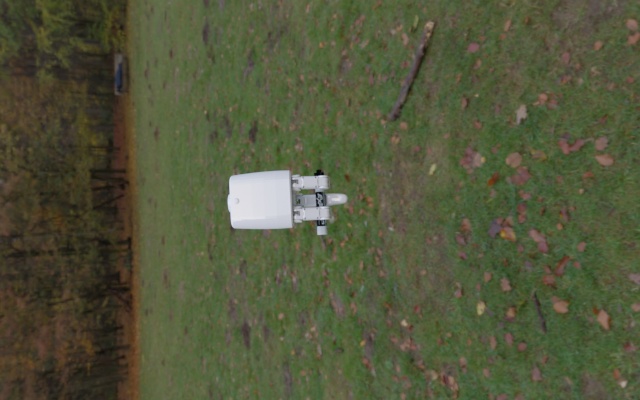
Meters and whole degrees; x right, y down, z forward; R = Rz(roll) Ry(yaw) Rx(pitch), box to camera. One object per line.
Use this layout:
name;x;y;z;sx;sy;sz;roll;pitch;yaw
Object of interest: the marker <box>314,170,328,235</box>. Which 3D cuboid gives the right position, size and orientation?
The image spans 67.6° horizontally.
marker;0.000;0.003;0.887;0.020;0.121;0.020;-4;-4;0
